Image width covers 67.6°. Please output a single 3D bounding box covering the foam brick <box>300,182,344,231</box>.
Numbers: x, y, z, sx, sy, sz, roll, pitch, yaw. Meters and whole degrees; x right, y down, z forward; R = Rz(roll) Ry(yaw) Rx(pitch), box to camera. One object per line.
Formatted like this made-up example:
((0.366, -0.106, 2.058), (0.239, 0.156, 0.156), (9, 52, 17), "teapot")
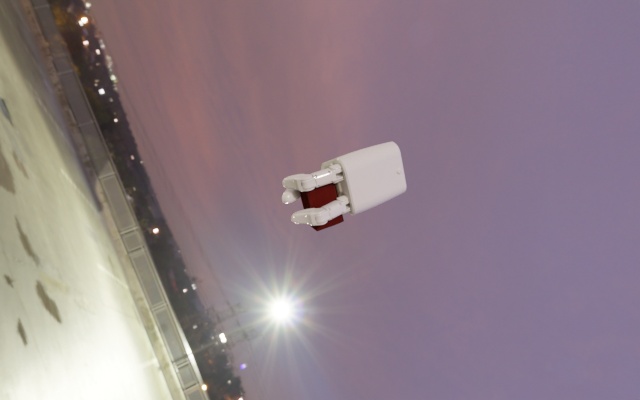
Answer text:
((0.000, 0.003, 0.795), (0.051, 0.078, 0.053), (-19, 21, -15), "foam brick")
